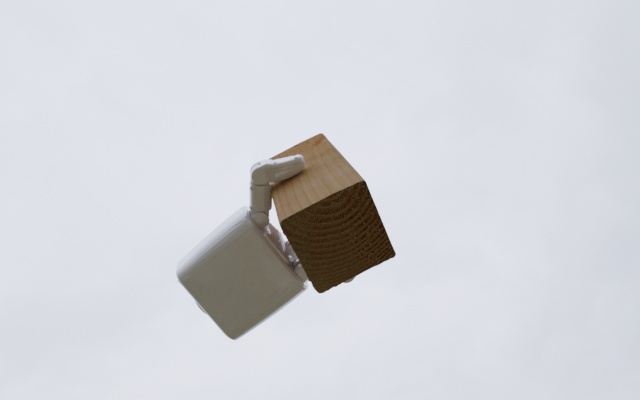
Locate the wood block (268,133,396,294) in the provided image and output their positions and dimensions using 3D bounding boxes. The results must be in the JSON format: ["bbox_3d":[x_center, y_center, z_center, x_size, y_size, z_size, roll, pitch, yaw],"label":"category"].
[{"bbox_3d":[0.000,0.002,0.543,0.090,0.091,0.206,-27,23,-1],"label":"wood block"}]
